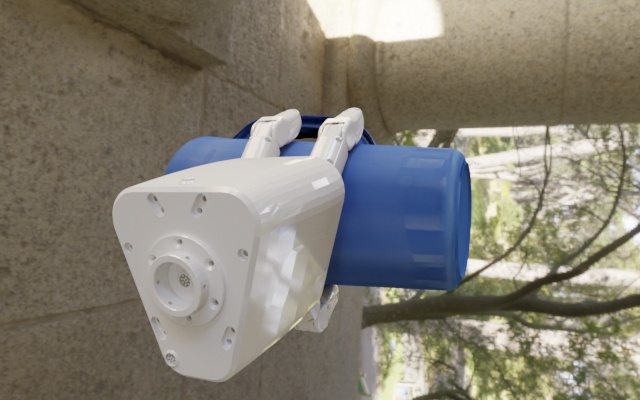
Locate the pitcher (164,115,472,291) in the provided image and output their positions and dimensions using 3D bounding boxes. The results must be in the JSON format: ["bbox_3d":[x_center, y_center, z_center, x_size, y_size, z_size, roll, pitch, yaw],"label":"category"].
[{"bbox_3d":[0.000,0.001,0.411,0.243,0.149,0.145,2,12,23],"label":"pitcher"}]
